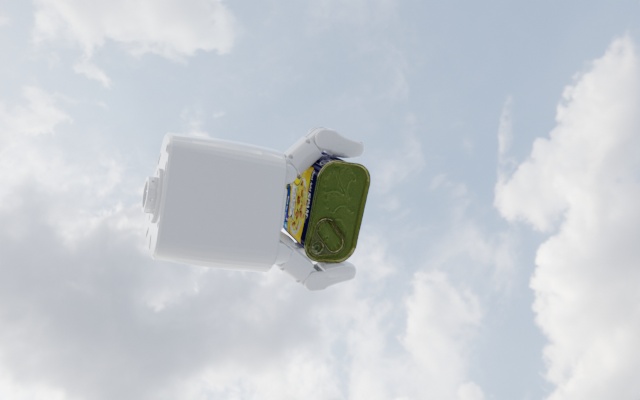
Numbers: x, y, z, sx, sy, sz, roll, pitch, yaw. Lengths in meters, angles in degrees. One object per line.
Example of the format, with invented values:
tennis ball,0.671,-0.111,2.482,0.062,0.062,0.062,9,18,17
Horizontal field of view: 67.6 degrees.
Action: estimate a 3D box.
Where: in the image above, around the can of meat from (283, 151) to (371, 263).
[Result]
can of meat,0.000,0.001,0.495,0.057,0.102,0.084,5,14,-27
